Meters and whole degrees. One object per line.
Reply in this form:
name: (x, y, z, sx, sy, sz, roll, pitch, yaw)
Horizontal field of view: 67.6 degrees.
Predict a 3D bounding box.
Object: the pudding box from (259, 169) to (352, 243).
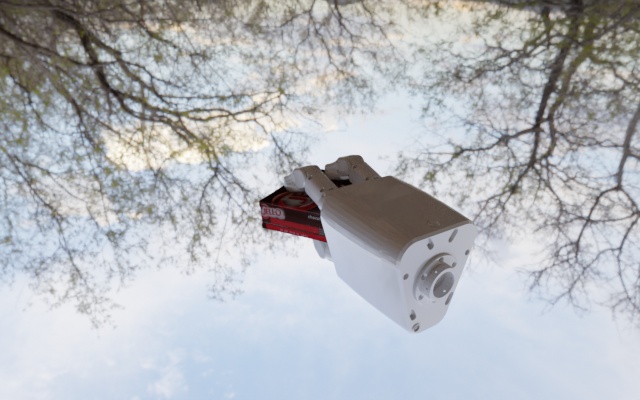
pudding box: (0.000, 0.002, 0.532, 0.090, 0.039, 0.113, 11, 26, 27)
